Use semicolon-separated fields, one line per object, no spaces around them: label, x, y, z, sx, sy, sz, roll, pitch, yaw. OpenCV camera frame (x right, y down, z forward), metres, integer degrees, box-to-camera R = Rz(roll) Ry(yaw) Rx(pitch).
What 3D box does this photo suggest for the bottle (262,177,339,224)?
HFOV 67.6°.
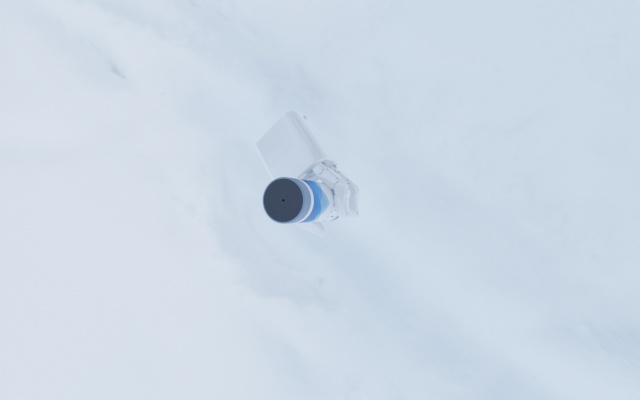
bottle;0.000;0.003;0.809;0.069;0.069;0.296;0;-1;21
